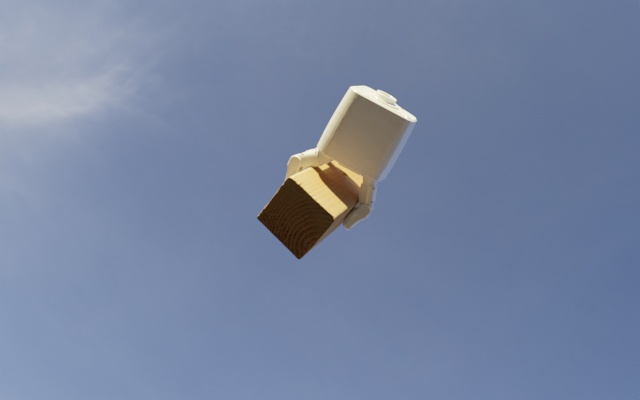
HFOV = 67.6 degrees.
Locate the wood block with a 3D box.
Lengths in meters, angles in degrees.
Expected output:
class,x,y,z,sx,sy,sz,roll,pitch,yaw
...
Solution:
class,x,y,z,sx,sy,sz,roll,pitch,yaw
wood block,0.001,0.002,0.763,0.091,0.090,0.206,43,25,7
